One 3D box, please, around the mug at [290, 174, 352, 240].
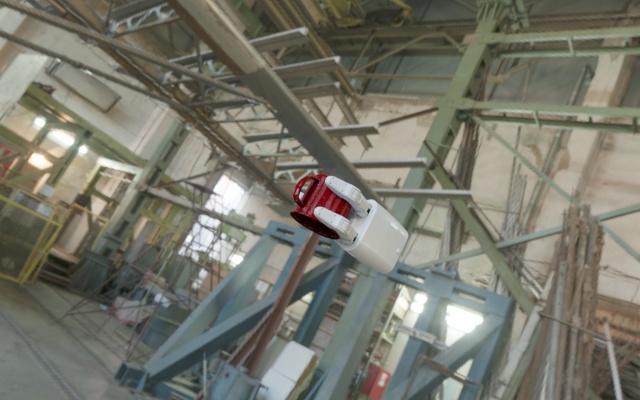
[{"bbox_3d":[-0.001,0.002,0.802,0.117,0.081,0.093,39,-19,-35],"label":"mug"}]
